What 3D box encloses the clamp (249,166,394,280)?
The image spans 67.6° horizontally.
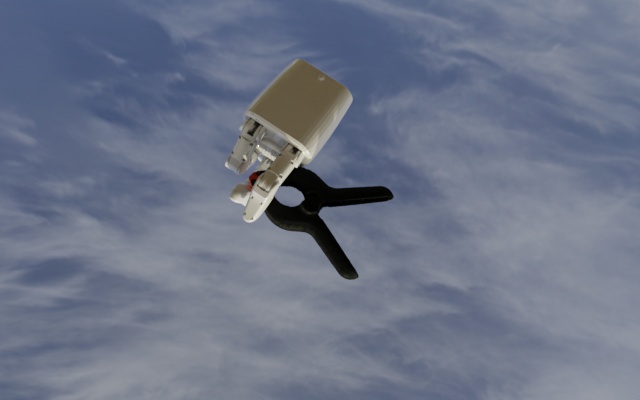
[{"bbox_3d":[0.000,0.002,0.571,0.171,0.120,0.039,34,-22,5],"label":"clamp"}]
